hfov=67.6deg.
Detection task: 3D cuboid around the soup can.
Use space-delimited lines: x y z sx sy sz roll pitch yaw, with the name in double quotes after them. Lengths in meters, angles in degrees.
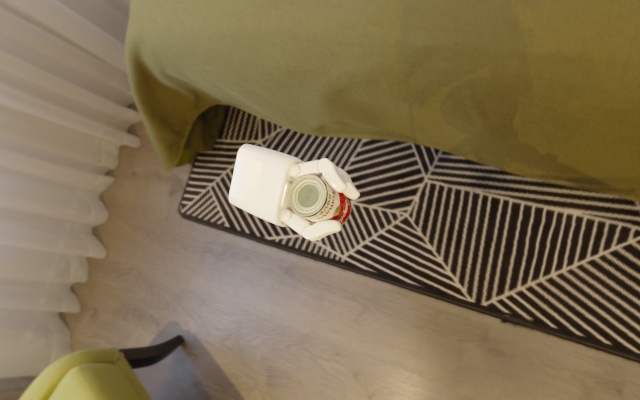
0.000 0.003 0.755 0.068 0.068 0.102 0 -12 24 "soup can"
